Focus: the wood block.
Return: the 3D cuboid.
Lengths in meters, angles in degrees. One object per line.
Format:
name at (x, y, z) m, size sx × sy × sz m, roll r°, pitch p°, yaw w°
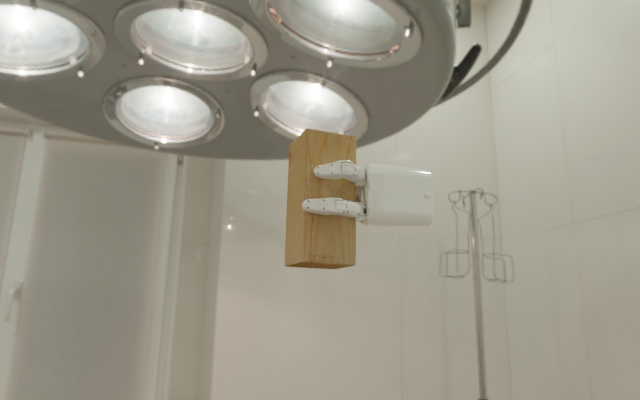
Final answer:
wood block at (0.000, 0.002, 0.767) m, size 0.090 × 0.206 × 0.091 m, roll 6°, pitch -14°, yaw -20°
